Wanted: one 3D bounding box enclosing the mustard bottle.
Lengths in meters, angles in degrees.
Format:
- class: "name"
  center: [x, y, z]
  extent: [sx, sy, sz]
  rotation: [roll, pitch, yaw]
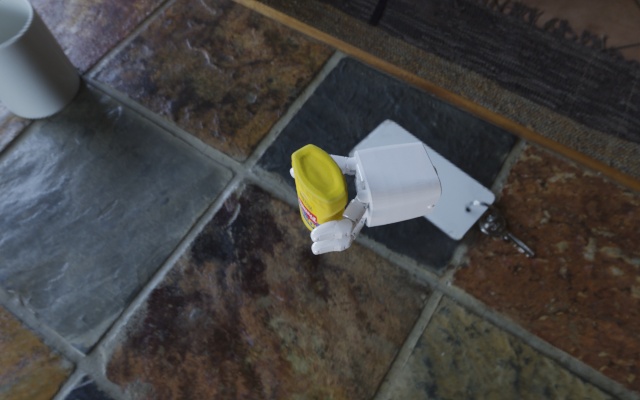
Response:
- class: "mustard bottle"
  center: [0.000, 0.002, 0.715]
  extent: [0.058, 0.096, 0.192]
  rotation: [-32, -21, -13]
